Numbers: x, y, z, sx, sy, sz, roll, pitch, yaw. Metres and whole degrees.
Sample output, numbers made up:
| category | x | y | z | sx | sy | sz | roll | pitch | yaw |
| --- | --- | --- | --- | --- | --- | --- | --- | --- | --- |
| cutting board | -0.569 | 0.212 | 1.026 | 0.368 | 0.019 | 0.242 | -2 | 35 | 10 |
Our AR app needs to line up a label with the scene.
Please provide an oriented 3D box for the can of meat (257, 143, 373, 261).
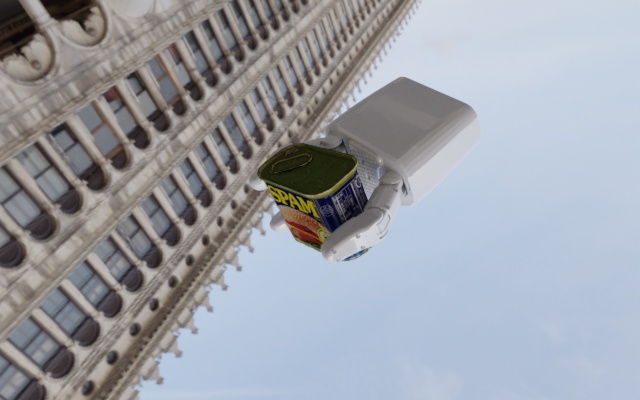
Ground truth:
| category | x | y | z | sx | sy | sz | roll | pitch | yaw |
| --- | --- | --- | --- | --- | --- | --- | --- | --- | --- |
| can of meat | 0.000 | 0.002 | 0.441 | 0.057 | 0.084 | 0.102 | -42 | 37 | -24 |
